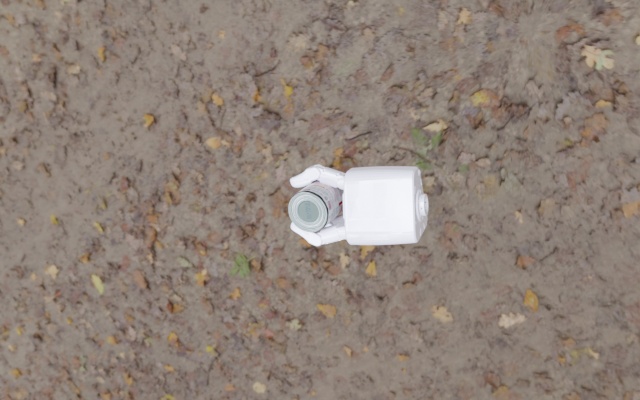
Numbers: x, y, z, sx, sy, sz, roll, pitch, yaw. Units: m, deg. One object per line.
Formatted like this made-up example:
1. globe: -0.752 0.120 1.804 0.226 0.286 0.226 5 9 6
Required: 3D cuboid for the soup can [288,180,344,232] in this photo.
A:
1. soup can: 0.000 0.002 0.758 0.068 0.068 0.102 0 18 24
